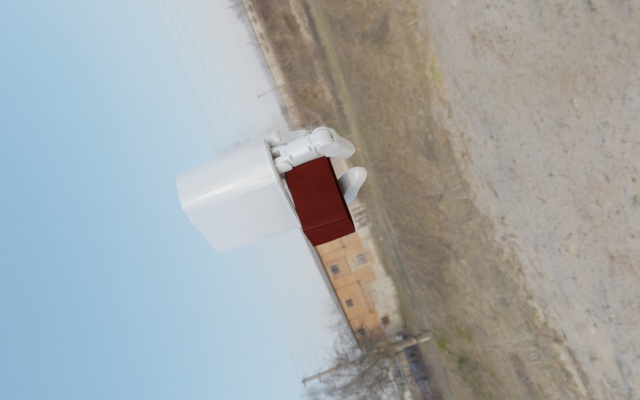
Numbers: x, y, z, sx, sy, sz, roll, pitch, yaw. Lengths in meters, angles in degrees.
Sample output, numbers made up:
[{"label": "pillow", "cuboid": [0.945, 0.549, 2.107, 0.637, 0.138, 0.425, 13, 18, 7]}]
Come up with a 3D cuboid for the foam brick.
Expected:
[{"label": "foam brick", "cuboid": [0.000, 0.002, 0.513, 0.051, 0.078, 0.053, -20, -25, 2]}]
